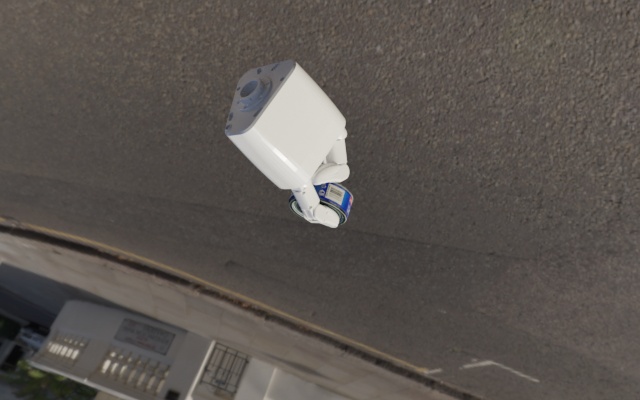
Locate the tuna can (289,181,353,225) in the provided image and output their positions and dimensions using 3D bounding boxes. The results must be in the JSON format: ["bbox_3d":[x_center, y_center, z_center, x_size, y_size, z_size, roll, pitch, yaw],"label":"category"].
[{"bbox_3d":[0.000,0.003,0.661,0.086,0.033,0.086,14,-24,6],"label":"tuna can"}]
